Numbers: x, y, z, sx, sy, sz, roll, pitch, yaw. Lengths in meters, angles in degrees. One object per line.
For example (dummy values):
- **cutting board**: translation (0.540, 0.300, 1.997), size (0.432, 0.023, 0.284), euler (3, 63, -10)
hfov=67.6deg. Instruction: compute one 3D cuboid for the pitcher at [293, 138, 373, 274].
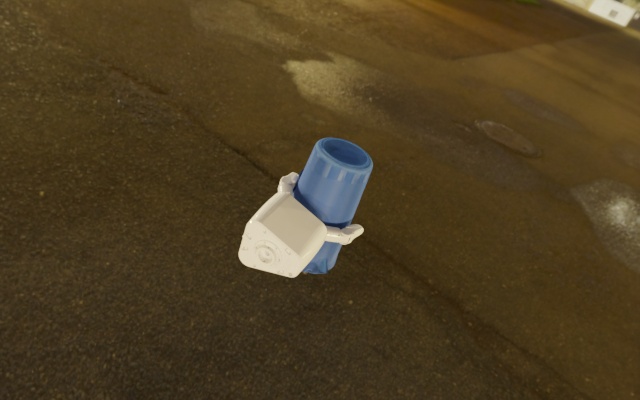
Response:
- **pitcher**: translation (0.000, 0.003, 0.895), size (0.149, 0.243, 0.145), euler (28, 33, 8)
